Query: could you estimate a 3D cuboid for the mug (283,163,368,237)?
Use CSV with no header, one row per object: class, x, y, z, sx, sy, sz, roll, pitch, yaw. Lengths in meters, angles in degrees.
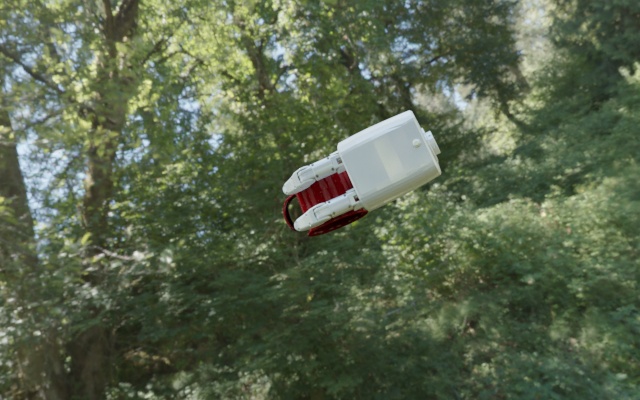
mug,-0.001,0.003,0.690,0.117,0.081,0.093,-25,-11,14
